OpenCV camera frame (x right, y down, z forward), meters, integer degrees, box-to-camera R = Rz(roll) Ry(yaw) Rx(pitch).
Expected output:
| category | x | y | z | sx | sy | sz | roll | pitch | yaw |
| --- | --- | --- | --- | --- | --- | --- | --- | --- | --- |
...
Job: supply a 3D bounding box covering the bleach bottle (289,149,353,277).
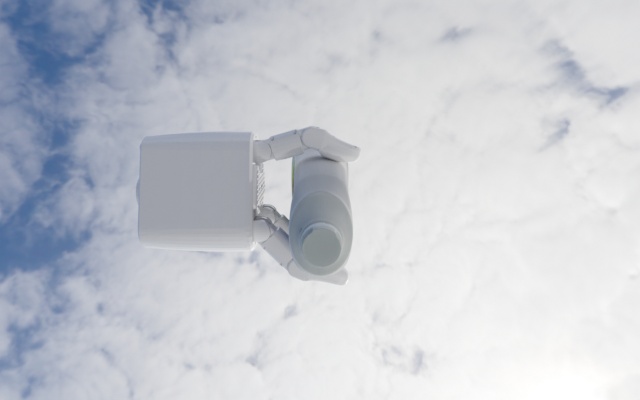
| category | x | y | z | sx | sy | sz | roll | pitch | yaw |
| --- | --- | --- | --- | --- | --- | --- | --- | --- | --- |
| bleach bottle | 0.000 | 0.002 | 0.458 | 0.068 | 0.102 | 0.250 | 0 | 11 | 0 |
